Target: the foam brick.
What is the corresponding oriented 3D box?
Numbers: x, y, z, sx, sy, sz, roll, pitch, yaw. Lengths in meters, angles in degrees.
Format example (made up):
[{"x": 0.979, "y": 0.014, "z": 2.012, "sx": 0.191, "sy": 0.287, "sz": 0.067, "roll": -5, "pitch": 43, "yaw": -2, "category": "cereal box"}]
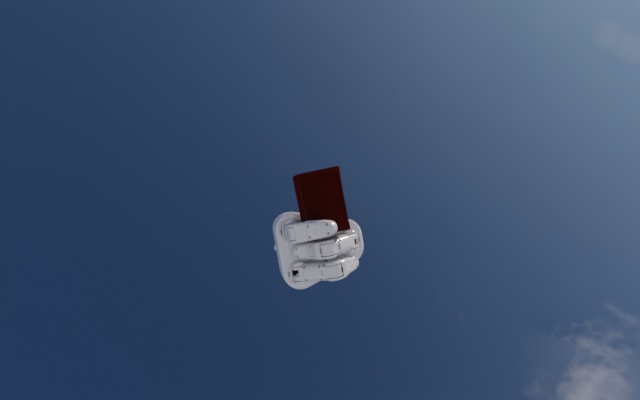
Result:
[{"x": 0.000, "y": 0.002, "z": 0.583, "sx": 0.053, "sy": 0.078, "sz": 0.051, "roll": -10, "pitch": 1, "yaw": -9, "category": "foam brick"}]
